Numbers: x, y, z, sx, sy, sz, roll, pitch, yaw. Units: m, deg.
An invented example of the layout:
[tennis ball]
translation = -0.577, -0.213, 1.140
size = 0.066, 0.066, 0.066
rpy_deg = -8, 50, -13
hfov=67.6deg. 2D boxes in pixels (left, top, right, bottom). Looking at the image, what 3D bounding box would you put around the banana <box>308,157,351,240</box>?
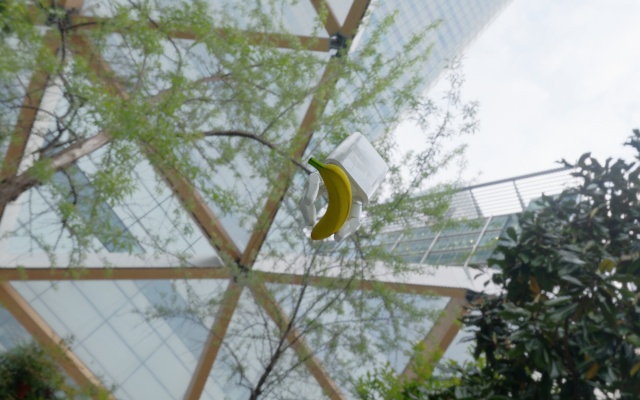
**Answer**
[banana]
translation = 0.017, 0.006, 0.789
size = 0.069, 0.198, 0.037
rpy_deg = 20, 49, 18
